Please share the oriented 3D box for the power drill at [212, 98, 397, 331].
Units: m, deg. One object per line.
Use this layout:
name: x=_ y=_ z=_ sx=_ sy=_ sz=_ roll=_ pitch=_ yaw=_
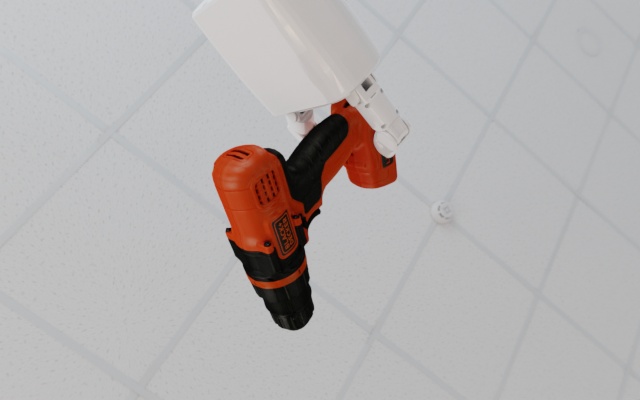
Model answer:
power drill: x=0.000 y=0.001 z=0.424 sx=0.057 sy=0.185 sz=0.187 roll=16 pitch=46 yaw=33
